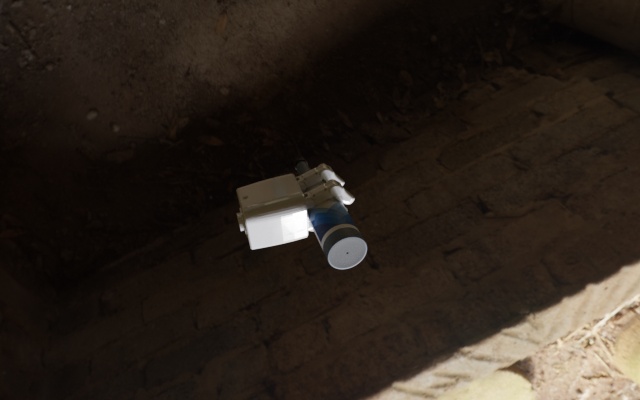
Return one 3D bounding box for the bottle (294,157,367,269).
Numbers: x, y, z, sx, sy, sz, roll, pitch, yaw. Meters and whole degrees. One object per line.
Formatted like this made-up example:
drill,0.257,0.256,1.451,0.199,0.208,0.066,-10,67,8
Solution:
bottle,0.000,0.003,0.865,0.069,0.069,0.295,0,33,-20
